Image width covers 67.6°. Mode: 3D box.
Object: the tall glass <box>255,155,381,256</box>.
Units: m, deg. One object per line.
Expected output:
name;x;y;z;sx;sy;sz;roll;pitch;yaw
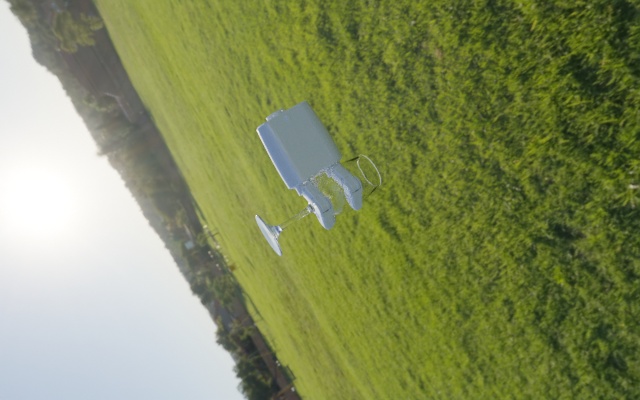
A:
tall glass;0.000;0.003;0.763;0.201;0.079;0.079;-32;10;-16
